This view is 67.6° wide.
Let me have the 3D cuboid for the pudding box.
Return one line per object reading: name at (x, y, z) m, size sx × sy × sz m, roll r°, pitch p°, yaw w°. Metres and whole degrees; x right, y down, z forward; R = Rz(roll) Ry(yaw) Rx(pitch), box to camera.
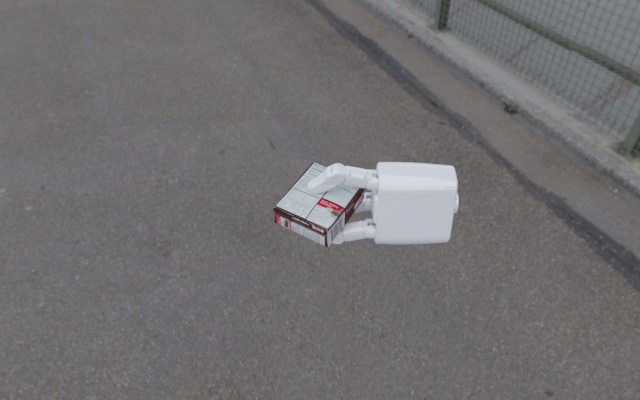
pudding box at (0.000, 0.002, 0.683) m, size 0.090 × 0.039 × 0.113 m, roll 23°, pitch 49°, yaw 21°
